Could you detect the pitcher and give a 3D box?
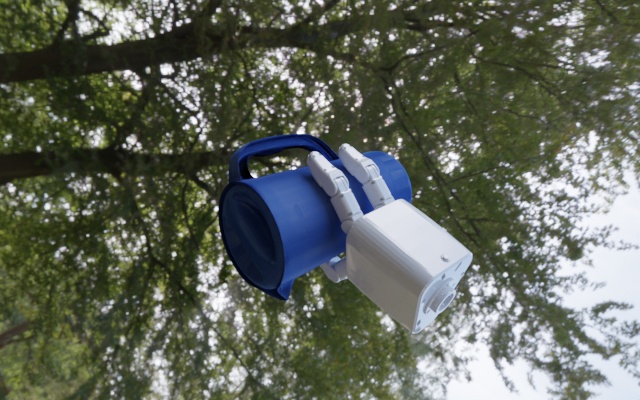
[{"bbox_3d":[0.000,0.002,0.610,0.243,0.149,0.145,-20,48,-38],"label":"pitcher"}]
